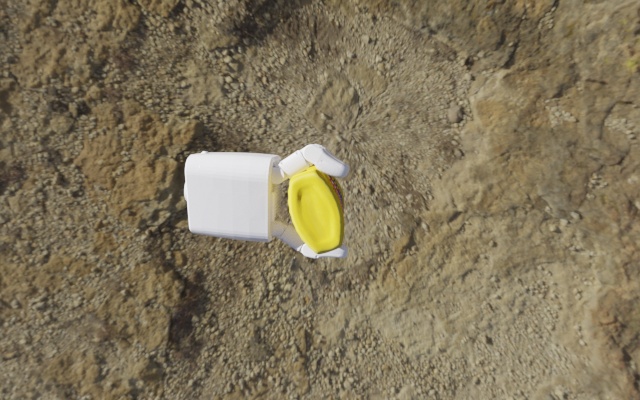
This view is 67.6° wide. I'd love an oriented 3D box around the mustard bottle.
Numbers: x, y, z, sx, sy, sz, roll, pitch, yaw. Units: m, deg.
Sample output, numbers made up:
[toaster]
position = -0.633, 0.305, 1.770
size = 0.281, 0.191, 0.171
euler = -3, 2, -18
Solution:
[mustard bottle]
position = 0.000, 0.002, 0.628
size = 0.058, 0.096, 0.191
euler = -21, 6, 6
